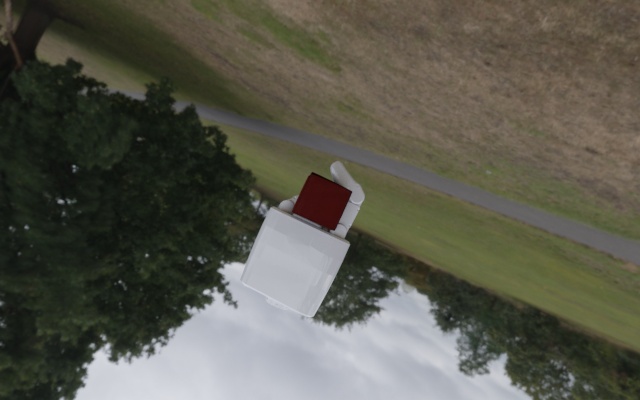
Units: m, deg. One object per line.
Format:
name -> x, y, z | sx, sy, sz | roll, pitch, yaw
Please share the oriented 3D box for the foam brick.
foam brick -> 0.000, 0.002, 0.568 | 0.053, 0.051, 0.078 | 25, -2, -3
